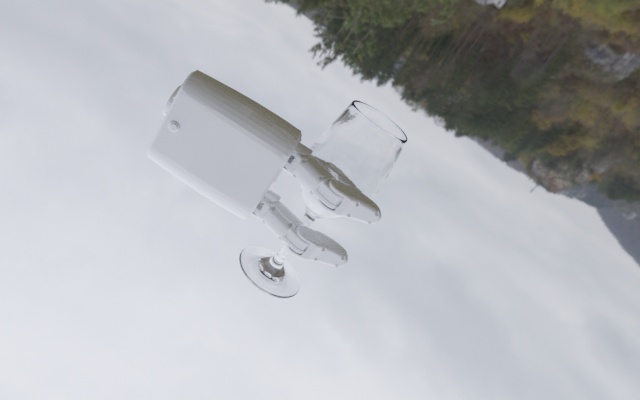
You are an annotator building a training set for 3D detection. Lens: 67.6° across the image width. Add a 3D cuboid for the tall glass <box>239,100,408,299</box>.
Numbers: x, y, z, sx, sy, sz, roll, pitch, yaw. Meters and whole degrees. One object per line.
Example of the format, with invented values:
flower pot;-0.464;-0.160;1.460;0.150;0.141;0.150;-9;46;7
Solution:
tall glass;0.000;0.002;0.469;0.079;0.201;0.079;30;24;-15
